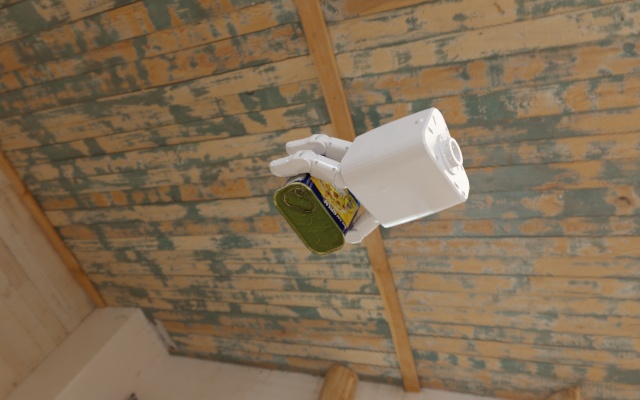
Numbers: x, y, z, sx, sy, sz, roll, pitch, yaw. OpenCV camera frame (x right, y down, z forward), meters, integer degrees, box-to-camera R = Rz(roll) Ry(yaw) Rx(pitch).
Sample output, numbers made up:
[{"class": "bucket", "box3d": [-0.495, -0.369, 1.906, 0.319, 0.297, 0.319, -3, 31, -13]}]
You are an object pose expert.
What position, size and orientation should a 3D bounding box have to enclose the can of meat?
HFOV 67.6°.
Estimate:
[{"class": "can of meat", "box3d": [0.000, 0.002, 0.600, 0.057, 0.102, 0.084, -24, 21, 35]}]
